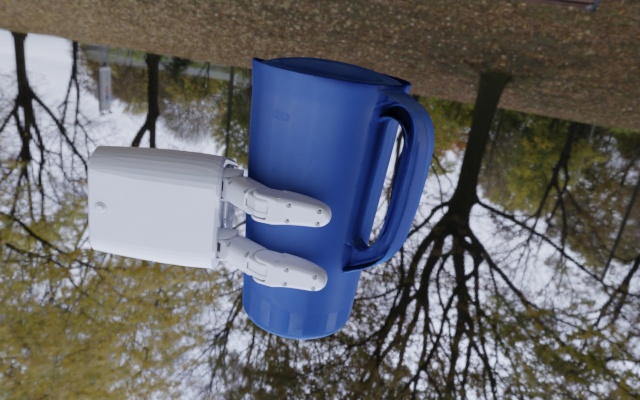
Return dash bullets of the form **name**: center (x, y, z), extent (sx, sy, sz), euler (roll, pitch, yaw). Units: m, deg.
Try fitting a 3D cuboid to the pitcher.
- **pitcher**: center (0.000, 0.001, 0.427), extent (0.145, 0.243, 0.149), euler (7, 20, -3)
